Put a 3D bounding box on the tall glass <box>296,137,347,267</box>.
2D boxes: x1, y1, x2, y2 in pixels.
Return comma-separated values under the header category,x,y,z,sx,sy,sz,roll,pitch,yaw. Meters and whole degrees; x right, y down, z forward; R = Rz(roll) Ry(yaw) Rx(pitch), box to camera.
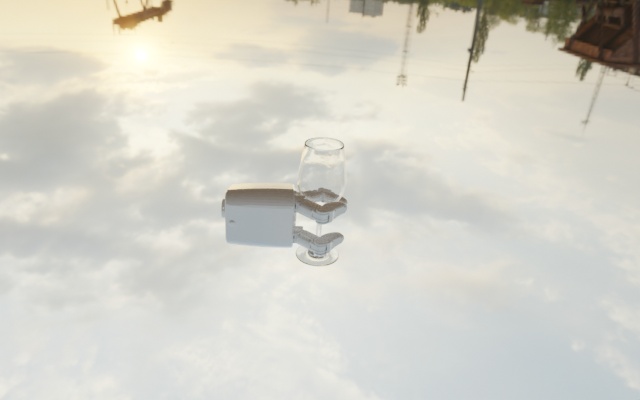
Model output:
category,x,y,z,sx,sy,sz,roll,pitch,yaw
tall glass,0.000,0.003,0.772,0.079,0.201,0.079,3,26,-2
